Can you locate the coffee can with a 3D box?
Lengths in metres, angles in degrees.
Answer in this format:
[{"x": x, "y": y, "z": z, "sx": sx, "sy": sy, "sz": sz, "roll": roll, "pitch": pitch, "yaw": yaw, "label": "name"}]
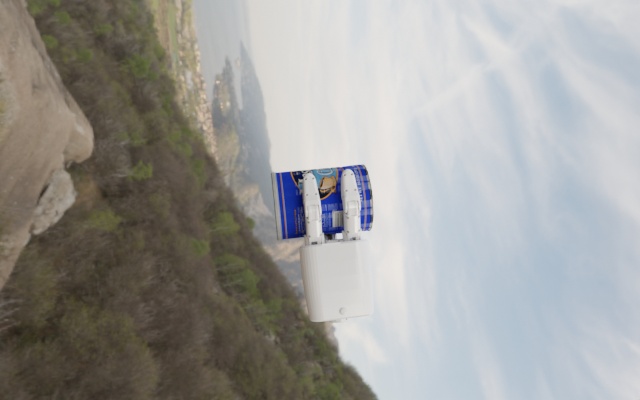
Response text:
[{"x": 0.000, "y": 0.002, "z": 0.719, "sx": 0.140, "sy": 0.103, "sz": 0.103, "roll": -6, "pitch": 0, "yaw": -6, "label": "coffee can"}]
